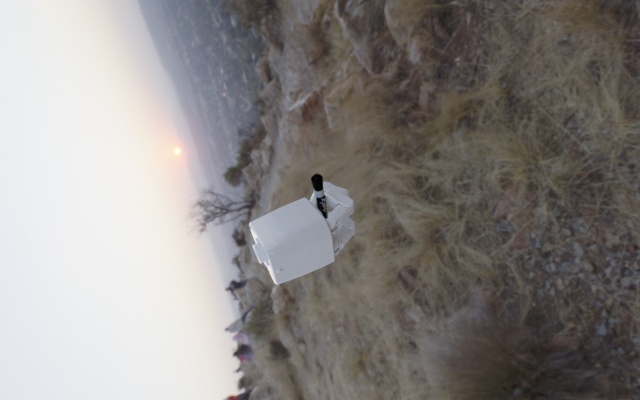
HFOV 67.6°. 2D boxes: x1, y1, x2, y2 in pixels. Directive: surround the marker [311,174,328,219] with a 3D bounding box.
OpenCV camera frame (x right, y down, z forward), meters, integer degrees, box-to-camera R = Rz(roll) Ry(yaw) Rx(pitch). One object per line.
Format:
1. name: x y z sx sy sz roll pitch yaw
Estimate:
1. marker: 0.000 0.003 0.791 0.020 0.020 0.121 0 -44 8
